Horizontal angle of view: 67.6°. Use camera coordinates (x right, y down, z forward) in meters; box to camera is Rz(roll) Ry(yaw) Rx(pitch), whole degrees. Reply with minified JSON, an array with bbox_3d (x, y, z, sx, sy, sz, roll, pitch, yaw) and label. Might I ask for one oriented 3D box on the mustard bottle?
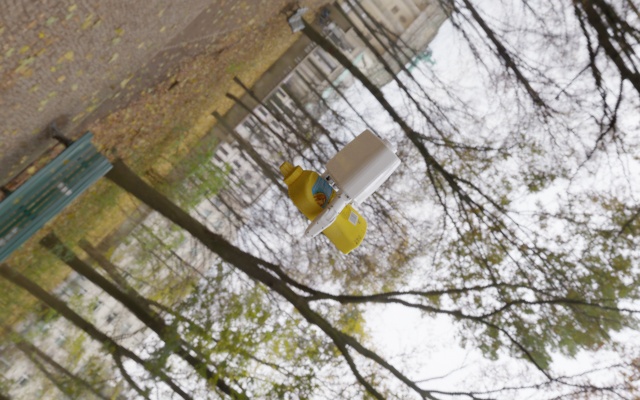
[{"bbox_3d":[0.000,0.003,0.852,0.058,0.192,0.096,-37,15,31],"label":"mustard bottle"}]
